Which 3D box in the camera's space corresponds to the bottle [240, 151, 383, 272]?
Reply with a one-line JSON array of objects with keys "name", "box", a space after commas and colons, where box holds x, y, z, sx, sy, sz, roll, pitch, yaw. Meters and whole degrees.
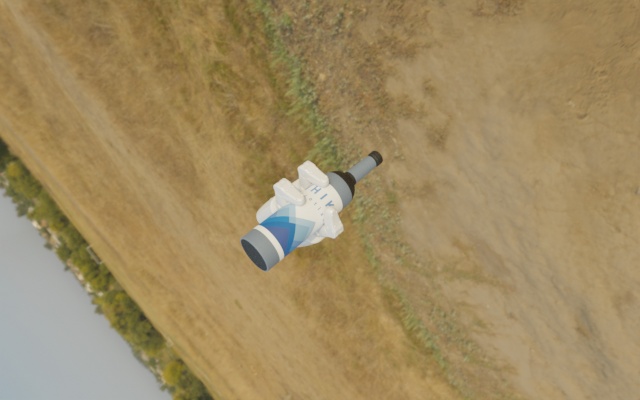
[{"name": "bottle", "box": [0.000, 0.003, 0.806, 0.295, 0.069, 0.069, -38, 19, -26]}]
